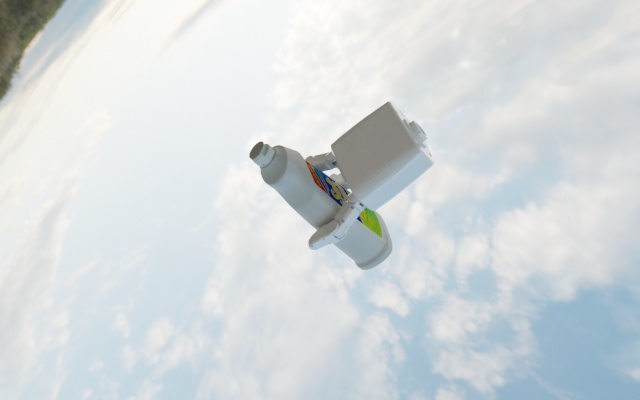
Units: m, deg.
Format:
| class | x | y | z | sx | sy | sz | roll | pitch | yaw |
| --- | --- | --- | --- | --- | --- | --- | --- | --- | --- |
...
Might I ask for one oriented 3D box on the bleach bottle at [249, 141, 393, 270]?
| class | x | y | z | sx | sy | sz | roll | pitch | yaw |
| --- | --- | --- | --- | --- | --- | --- | --- | --- | --- |
| bleach bottle | 0.000 | 0.002 | 0.682 | 0.068 | 0.102 | 0.251 | -37 | -52 | 21 |
